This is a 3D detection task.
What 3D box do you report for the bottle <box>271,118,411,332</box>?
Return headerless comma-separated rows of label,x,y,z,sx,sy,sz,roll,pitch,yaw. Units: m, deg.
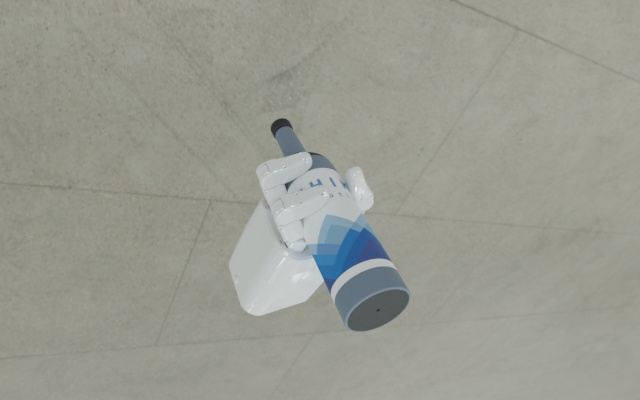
bottle,0.000,0.002,0.527,0.069,0.069,0.295,0,42,-29
